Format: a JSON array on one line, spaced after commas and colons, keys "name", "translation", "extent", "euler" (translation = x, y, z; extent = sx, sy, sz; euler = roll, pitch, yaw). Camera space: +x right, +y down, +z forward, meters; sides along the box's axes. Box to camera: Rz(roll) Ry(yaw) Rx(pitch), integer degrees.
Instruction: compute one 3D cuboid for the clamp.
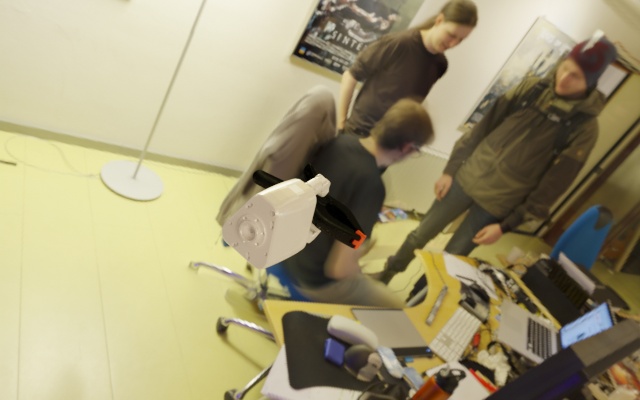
[{"name": "clamp", "translation": [0.001, 0.003, 0.842], "extent": [0.210, 0.036, 0.164], "euler": [39, 28, 15]}]
